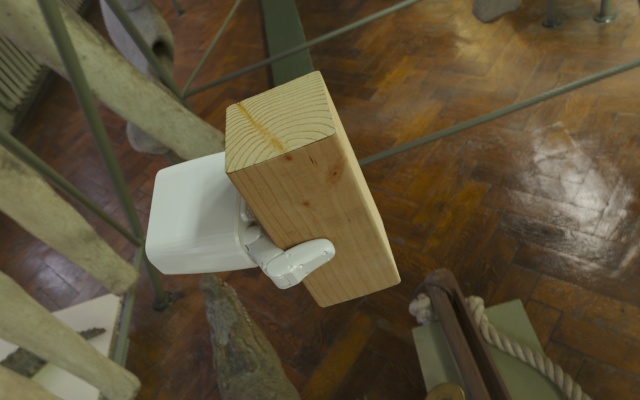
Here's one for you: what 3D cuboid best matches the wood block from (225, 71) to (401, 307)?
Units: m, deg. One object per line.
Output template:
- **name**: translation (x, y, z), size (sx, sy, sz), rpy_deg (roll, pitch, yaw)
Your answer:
- **wood block**: translation (0.000, 0.002, 0.445), size (0.090, 0.090, 0.206), rpy_deg (-19, -45, 9)
